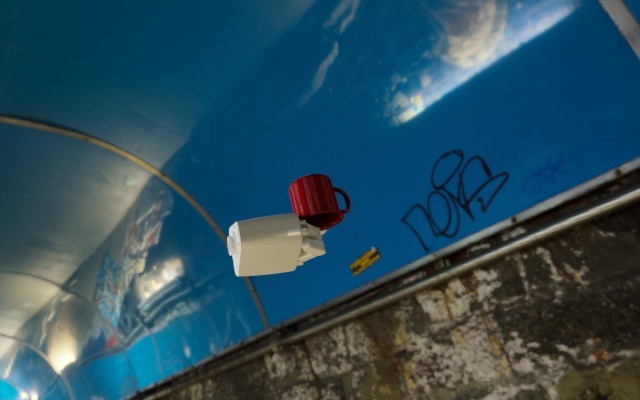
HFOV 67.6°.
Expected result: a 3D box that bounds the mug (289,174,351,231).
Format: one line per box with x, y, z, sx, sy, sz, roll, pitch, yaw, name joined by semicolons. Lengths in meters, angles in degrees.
0.001;0.003;0.879;0.117;0.081;0.093;-6;-25;-19;mug
